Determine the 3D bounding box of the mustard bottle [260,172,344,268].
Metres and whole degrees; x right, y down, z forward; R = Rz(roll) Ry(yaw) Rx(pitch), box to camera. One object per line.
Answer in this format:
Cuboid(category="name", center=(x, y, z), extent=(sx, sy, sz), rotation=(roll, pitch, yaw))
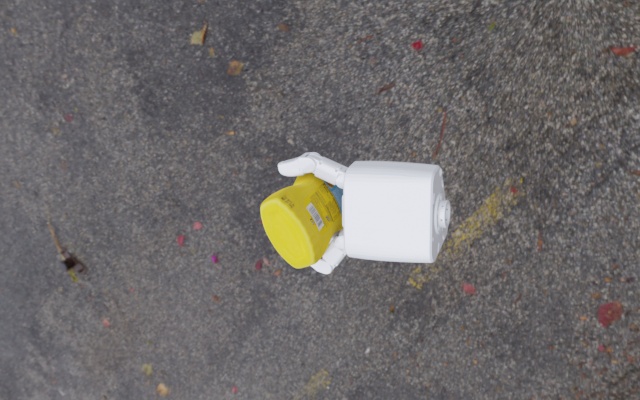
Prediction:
Cuboid(category="mustard bottle", center=(0.000, 0.002, 0.637), extent=(0.058, 0.096, 0.191), rotation=(-23, 13, 35))
